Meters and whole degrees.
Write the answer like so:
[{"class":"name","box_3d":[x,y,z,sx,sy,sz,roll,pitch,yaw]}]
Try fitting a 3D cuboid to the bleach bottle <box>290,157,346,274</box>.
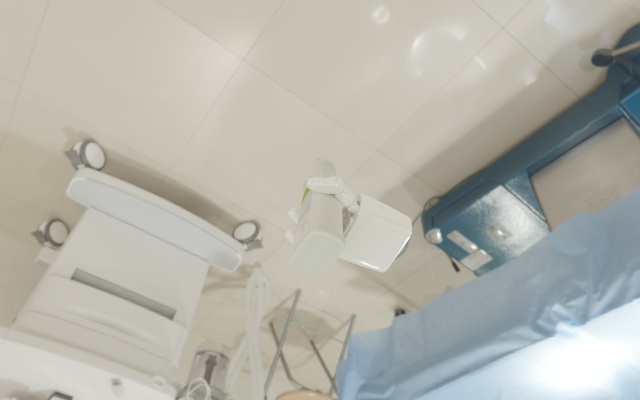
[{"class":"bleach bottle","box_3d":[0.000,0.003,0.832,0.068,0.250,0.103,24,-51,-16]}]
